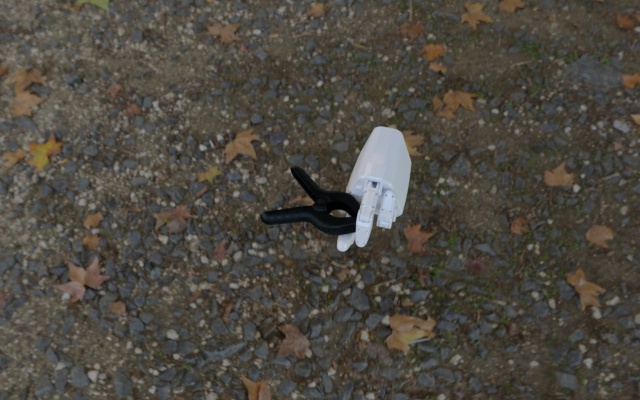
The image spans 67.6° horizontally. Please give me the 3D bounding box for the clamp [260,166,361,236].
[{"bbox_3d":[0.000,0.002,0.769,0.171,0.120,0.039,12,-29,11],"label":"clamp"}]
